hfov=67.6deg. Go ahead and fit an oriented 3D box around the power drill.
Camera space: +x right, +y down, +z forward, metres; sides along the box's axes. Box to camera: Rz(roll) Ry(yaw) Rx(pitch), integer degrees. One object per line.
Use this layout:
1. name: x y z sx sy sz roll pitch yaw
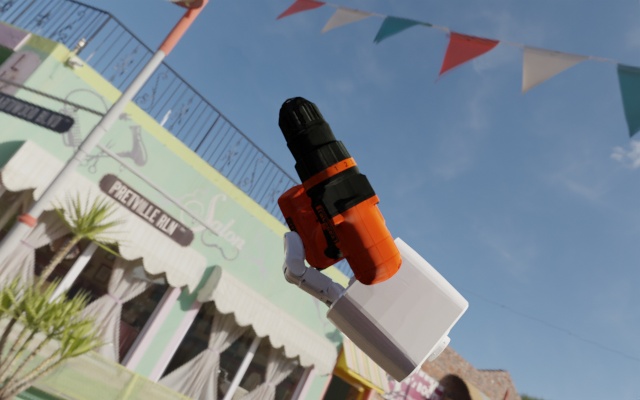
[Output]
1. power drill: 0.000 0.002 0.496 0.057 0.184 0.188 -26 -4 -13
